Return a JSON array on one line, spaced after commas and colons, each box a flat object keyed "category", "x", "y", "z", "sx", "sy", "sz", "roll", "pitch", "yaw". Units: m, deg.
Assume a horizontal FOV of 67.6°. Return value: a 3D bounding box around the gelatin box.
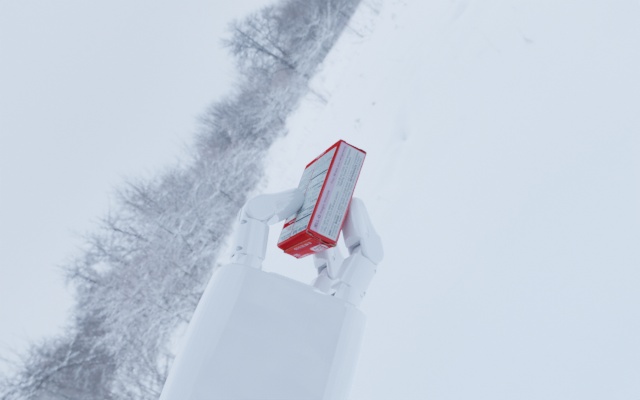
[{"category": "gelatin box", "x": 0.000, "y": 0.001, "z": 0.407, "sx": 0.030, "sy": 0.089, "sz": 0.073, "roll": 26, "pitch": -23, "yaw": -16}]
